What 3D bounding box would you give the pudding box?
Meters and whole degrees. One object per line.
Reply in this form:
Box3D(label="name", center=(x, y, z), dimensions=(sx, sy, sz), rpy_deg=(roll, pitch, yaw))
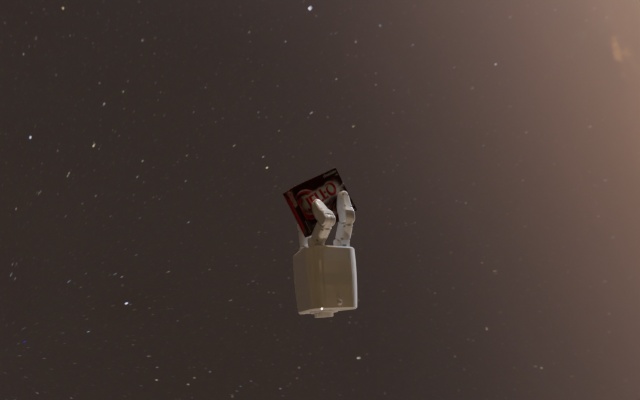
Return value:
Box3D(label="pudding box", center=(0.000, 0.003, 0.855), dimensions=(0.113, 0.090, 0.039), rpy_deg=(-27, 1, -39))
